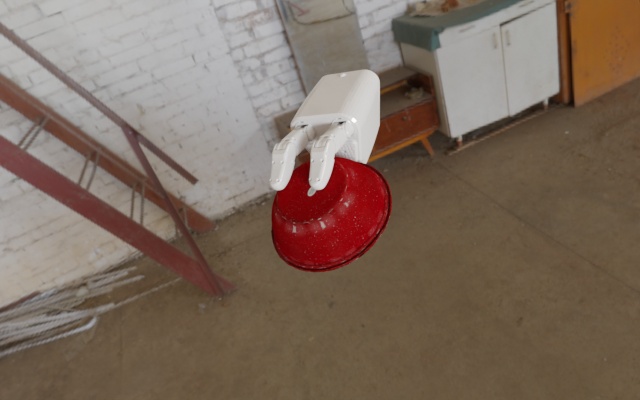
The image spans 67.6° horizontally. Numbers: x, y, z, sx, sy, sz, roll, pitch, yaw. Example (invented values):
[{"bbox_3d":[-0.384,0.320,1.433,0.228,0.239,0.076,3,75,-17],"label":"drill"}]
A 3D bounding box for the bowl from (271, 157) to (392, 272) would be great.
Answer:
[{"bbox_3d":[0.000,0.003,0.569,0.162,0.162,0.055,0,-33,30],"label":"bowl"}]
